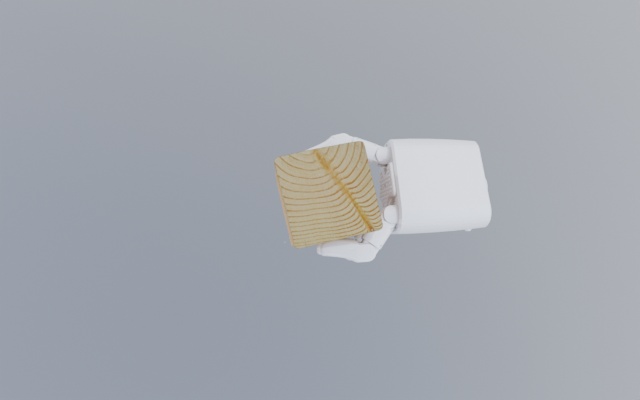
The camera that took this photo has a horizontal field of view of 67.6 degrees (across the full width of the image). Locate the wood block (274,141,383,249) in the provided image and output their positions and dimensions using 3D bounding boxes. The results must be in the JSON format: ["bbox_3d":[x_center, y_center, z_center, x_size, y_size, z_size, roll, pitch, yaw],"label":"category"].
[{"bbox_3d":[0.000,0.001,0.553,0.090,0.091,0.206,-12,-4,-5],"label":"wood block"}]
